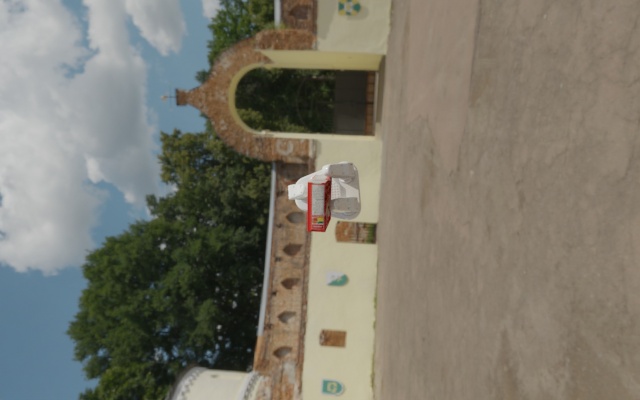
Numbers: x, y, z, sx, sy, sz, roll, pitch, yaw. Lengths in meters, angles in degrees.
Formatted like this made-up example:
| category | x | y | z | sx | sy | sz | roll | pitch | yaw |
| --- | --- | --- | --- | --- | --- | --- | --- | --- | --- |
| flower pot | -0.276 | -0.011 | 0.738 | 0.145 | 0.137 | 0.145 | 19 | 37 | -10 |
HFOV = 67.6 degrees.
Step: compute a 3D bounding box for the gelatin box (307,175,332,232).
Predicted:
| category | x | y | z | sx | sy | sz | roll | pitch | yaw |
| --- | --- | --- | --- | --- | --- | --- | --- | --- | --- |
| gelatin box | 0.000 | 0.002 | 0.720 | 0.030 | 0.073 | 0.089 | 2 | 10 | 7 |
